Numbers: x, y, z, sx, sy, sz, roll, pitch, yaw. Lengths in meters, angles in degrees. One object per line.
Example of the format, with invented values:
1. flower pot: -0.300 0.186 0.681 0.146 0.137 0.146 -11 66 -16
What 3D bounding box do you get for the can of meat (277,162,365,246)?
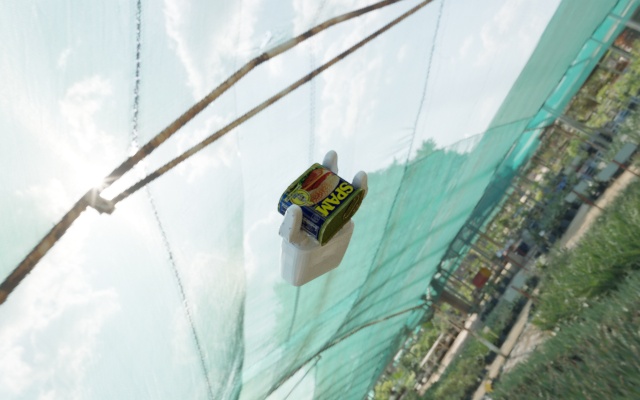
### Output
1. can of meat: 0.000 0.002 0.687 0.084 0.057 0.102 34 55 19
